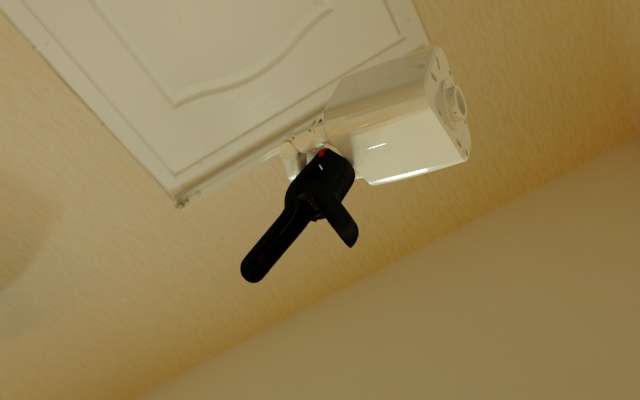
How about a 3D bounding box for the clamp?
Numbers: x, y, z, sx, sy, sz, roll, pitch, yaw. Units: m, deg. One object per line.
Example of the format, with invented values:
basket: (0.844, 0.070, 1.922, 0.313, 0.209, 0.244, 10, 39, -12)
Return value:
clamp: (0.000, 0.002, 0.451, 0.120, 0.039, 0.171, -13, 36, 33)
